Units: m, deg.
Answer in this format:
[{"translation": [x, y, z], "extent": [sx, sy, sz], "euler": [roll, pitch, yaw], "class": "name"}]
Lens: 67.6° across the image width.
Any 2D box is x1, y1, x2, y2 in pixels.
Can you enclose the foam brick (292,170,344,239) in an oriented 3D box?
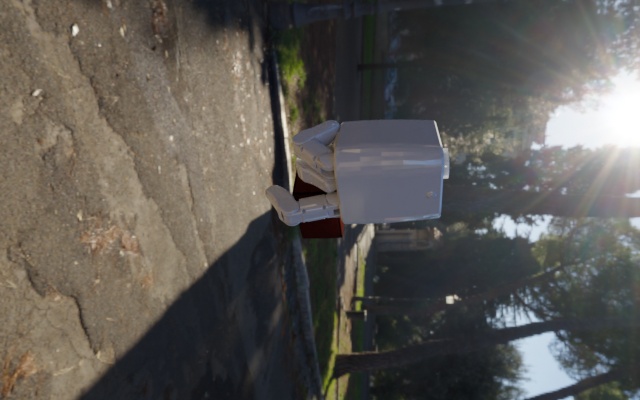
[{"translation": [0.000, 0.002, 0.571], "extent": [0.051, 0.053, 0.078], "euler": [-2, -45, 9], "class": "foam brick"}]
